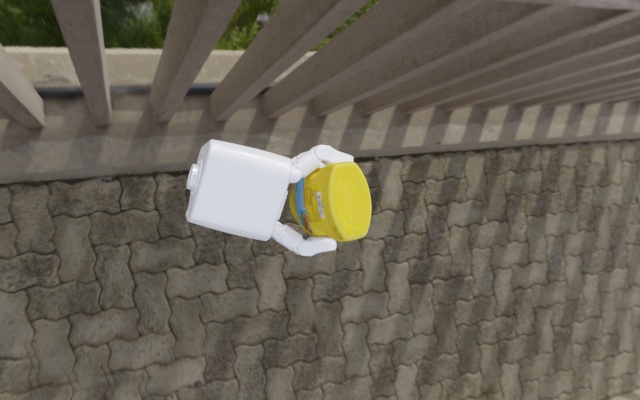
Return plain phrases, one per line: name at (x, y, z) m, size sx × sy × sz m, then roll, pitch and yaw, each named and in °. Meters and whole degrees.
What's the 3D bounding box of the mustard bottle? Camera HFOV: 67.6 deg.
mustard bottle at (0.001, 0.002, 0.655) m, size 0.058 × 0.096 × 0.191 m, roll -12°, pitch 4°, yaw -22°
